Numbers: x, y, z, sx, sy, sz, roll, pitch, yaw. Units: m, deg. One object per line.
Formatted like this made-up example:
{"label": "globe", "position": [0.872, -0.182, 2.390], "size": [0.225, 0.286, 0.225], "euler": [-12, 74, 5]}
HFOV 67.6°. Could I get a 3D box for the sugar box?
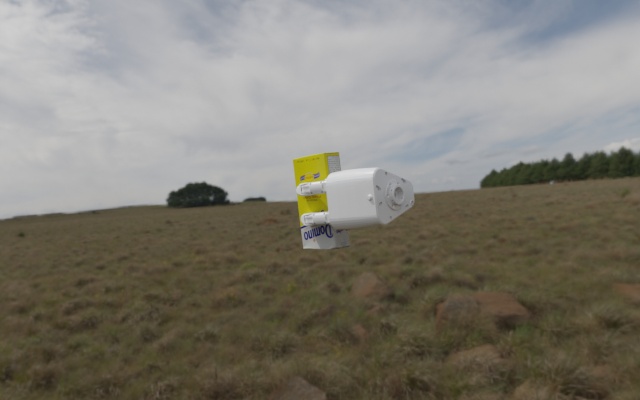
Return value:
{"label": "sugar box", "position": [0.000, 0.003, 0.897], "size": [0.048, 0.176, 0.093], "euler": [-5, -1, -43]}
